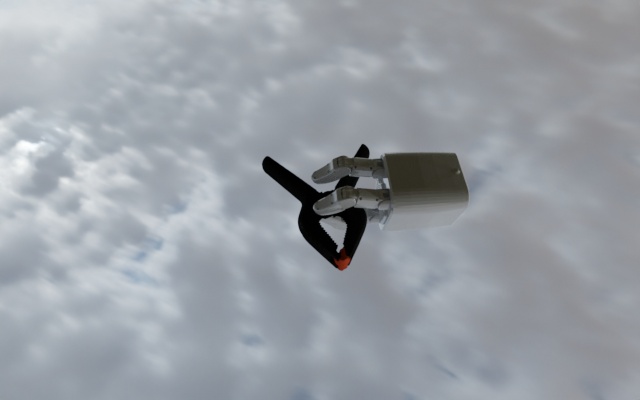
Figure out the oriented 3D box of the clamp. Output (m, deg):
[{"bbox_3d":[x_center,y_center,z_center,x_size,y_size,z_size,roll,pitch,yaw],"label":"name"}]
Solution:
[{"bbox_3d":[0.000,0.003,0.673,0.164,0.209,0.036,-3,-38,-3],"label":"clamp"}]
